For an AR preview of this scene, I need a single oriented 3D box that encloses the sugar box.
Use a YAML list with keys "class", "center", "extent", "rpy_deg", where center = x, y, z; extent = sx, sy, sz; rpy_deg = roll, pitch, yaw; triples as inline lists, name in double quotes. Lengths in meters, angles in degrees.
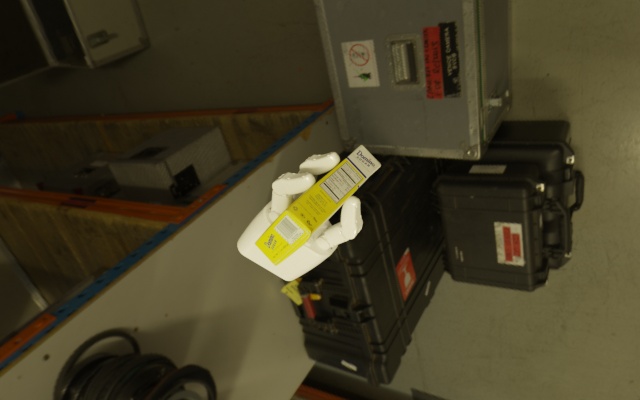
- class: "sugar box"
  center: [0.000, 0.002, 0.613]
  extent: [0.093, 0.048, 0.176]
  rpy_deg: [-43, 2, 46]
